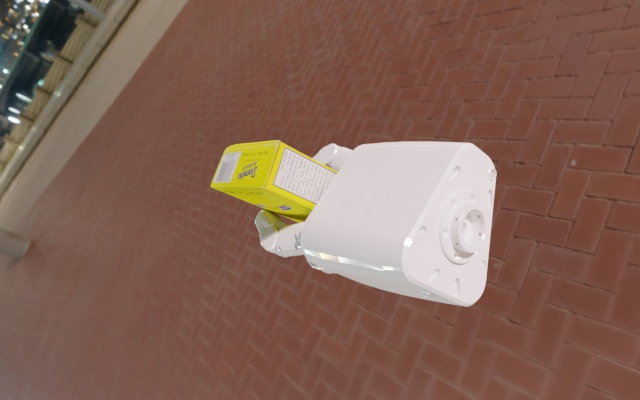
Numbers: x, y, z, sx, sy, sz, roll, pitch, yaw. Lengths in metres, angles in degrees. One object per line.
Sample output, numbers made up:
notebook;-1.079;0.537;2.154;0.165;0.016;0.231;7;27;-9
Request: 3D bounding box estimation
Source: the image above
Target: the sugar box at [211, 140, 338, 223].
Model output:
sugar box;0.000;0.002;0.437;0.176;0.048;0.093;27;-14;-35
